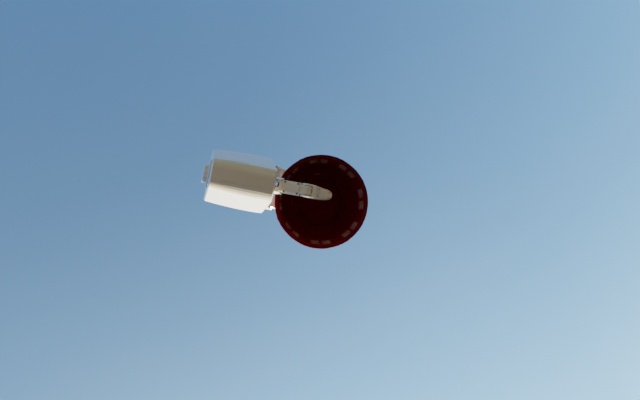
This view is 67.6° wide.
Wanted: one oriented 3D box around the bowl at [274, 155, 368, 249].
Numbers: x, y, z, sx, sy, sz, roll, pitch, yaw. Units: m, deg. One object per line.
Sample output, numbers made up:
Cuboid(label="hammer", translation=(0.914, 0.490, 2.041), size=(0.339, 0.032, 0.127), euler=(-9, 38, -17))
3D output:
Cuboid(label="bowl", translation=(0.001, 0.003, 0.841), size=(0.162, 0.162, 0.055), euler=(0, -2, -4))
